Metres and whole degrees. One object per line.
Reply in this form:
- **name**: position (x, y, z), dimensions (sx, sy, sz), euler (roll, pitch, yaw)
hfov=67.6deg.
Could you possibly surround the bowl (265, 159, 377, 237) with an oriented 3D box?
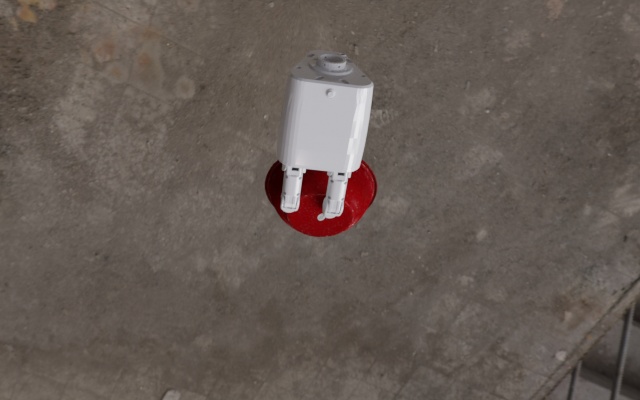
- **bowl**: position (0.000, 0.003, 0.669), dimensions (0.162, 0.055, 0.162), euler (1, -42, 1)
